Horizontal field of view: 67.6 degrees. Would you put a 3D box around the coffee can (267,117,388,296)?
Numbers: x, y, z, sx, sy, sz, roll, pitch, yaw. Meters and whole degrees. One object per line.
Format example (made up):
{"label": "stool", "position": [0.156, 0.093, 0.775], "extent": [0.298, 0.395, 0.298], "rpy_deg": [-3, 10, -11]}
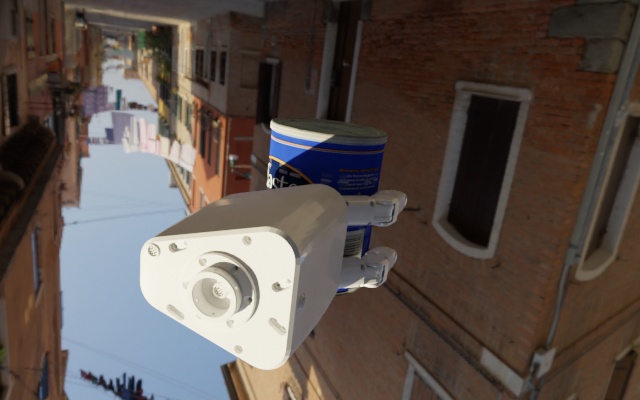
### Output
{"label": "coffee can", "position": [0.000, 0.001, 0.437], "extent": [0.103, 0.140, 0.102], "rpy_deg": [6, 16, -2]}
